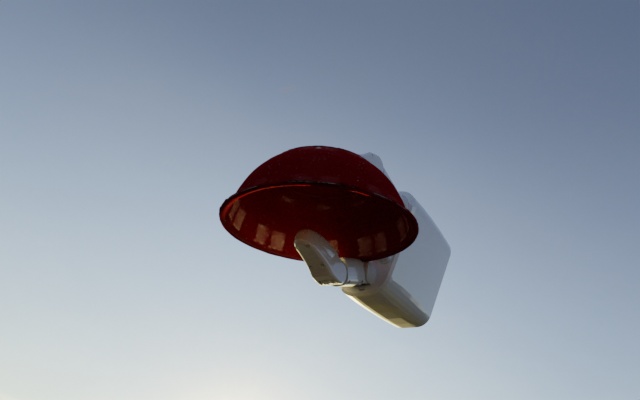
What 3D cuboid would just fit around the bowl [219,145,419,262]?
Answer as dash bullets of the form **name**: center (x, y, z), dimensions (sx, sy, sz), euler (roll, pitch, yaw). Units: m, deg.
- **bowl**: center (0.000, 0.000, 0.400), dimensions (0.162, 0.055, 0.162), euler (4, -26, 2)
